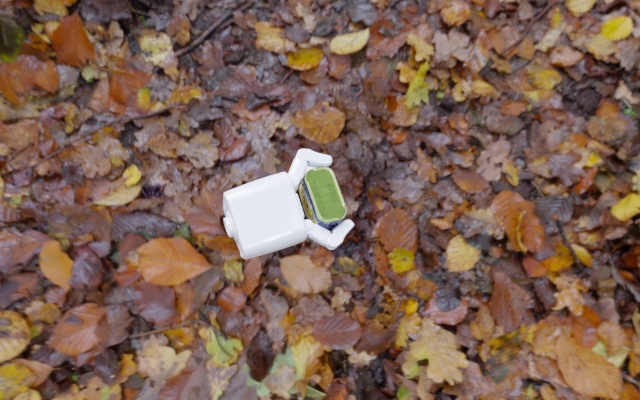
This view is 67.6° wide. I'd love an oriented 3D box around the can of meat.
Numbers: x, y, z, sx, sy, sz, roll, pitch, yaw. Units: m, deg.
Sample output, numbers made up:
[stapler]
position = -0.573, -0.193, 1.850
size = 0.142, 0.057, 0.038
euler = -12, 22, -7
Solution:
[can of meat]
position = 0.000, 0.003, 0.808
size = 0.057, 0.102, 0.084
euler = -15, -15, -17
